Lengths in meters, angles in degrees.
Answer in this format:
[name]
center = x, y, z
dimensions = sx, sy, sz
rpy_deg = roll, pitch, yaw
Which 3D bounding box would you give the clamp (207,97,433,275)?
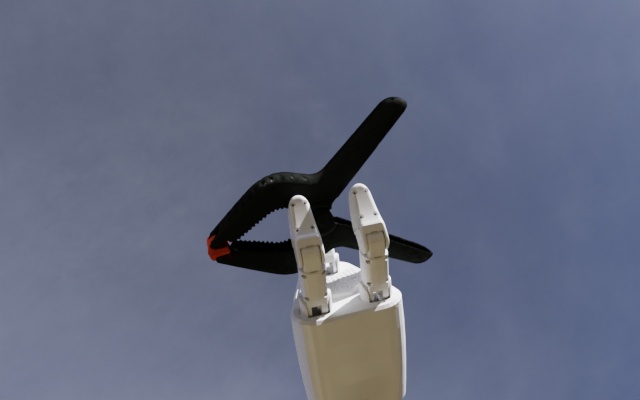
[clamp]
center = -0.001, 0.002, 0.429
dimensions = 0.210, 0.165, 0.036
rpy_deg = -11, 19, -12
